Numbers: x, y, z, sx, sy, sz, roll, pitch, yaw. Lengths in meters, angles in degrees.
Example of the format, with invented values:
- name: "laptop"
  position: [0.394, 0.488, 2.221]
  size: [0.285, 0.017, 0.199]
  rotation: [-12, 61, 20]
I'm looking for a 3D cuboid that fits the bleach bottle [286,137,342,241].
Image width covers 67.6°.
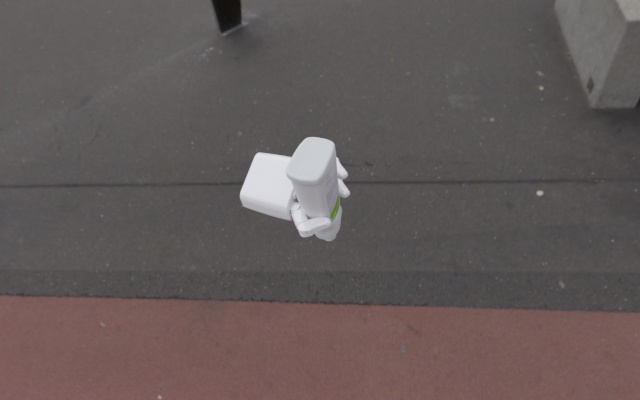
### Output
- name: "bleach bottle"
  position: [0.000, 0.003, 0.894]
  size: [0.068, 0.102, 0.251]
  rotation: [14, -34, 19]
